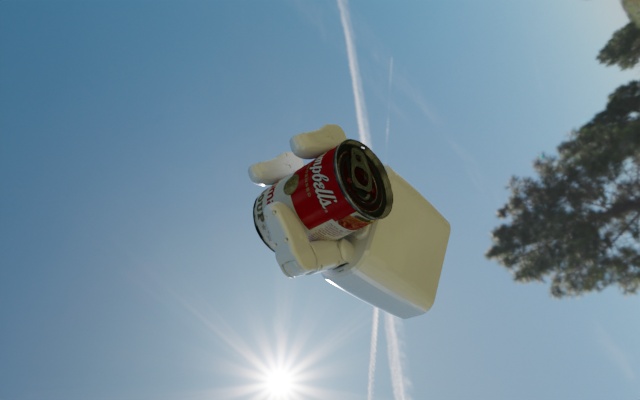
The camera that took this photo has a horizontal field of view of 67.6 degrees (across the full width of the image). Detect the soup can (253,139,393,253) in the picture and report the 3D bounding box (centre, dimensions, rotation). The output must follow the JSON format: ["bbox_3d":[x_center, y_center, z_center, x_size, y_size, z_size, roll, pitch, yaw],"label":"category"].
[{"bbox_3d":[-0.001,0.001,0.401,0.102,0.068,0.068,-28,-18,37],"label":"soup can"}]
